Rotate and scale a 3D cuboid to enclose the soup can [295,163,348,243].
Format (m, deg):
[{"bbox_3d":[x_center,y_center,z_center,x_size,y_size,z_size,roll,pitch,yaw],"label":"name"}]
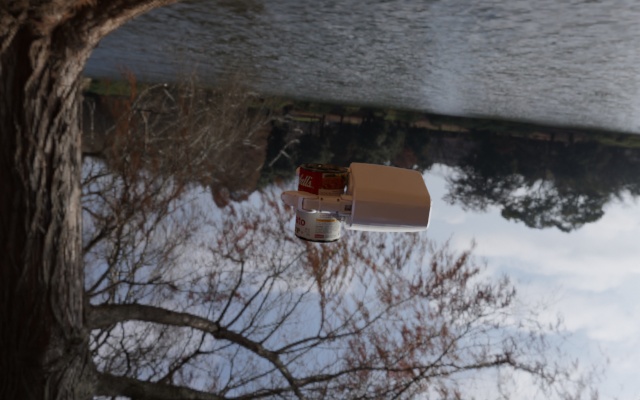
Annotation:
[{"bbox_3d":[0.000,0.002,0.678,0.068,0.102,0.068,5,12,-1],"label":"soup can"}]
